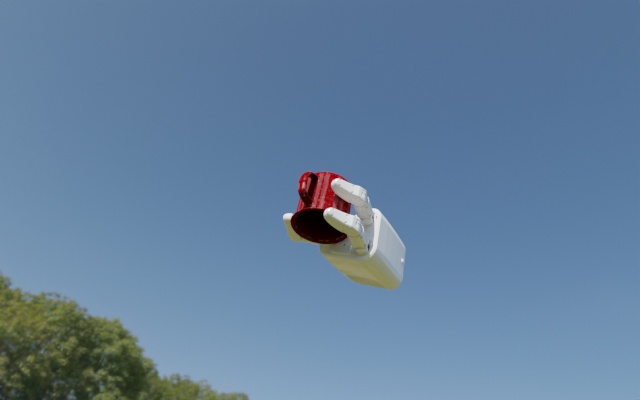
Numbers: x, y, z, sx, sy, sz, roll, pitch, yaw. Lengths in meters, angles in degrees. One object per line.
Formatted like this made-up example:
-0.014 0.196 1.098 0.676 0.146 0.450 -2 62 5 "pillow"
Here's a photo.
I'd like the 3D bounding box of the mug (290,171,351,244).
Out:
-0.001 0.001 0.742 0.093 0.081 0.117 -14 -45 30 "mug"
